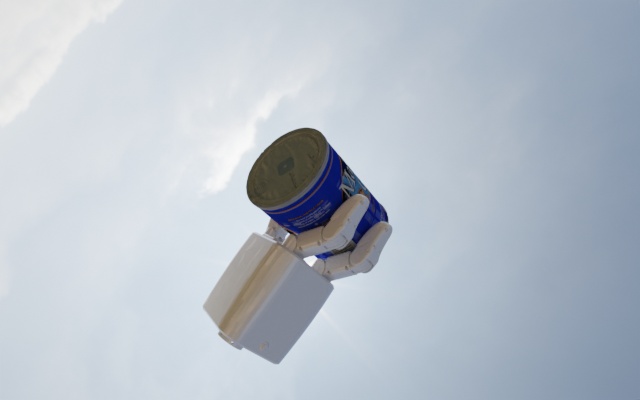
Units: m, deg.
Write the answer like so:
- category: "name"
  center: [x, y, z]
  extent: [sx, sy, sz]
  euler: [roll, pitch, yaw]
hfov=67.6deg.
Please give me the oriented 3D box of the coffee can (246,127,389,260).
- category: "coffee can"
  center: [0.000, 0.002, 0.538]
  extent: [0.103, 0.102, 0.140]
  euler: [0, -33, 40]
